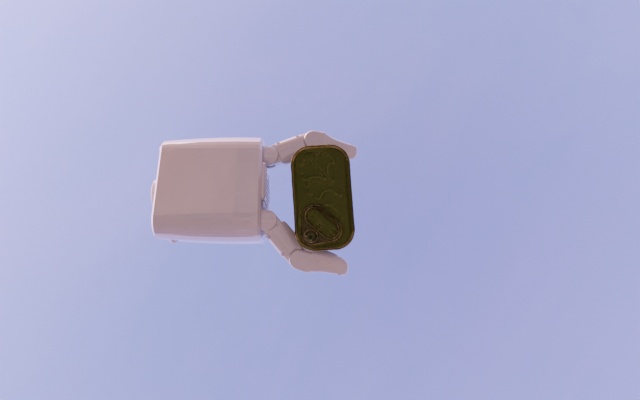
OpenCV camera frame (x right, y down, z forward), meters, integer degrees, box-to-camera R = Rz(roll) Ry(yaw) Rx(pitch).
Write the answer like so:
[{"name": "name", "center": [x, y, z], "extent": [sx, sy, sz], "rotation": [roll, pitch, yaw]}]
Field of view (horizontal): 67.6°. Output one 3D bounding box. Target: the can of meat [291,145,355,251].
[{"name": "can of meat", "center": [0.000, 0.002, 0.495], "extent": [0.057, 0.102, 0.084], "rotation": [-4, -7, -3]}]
